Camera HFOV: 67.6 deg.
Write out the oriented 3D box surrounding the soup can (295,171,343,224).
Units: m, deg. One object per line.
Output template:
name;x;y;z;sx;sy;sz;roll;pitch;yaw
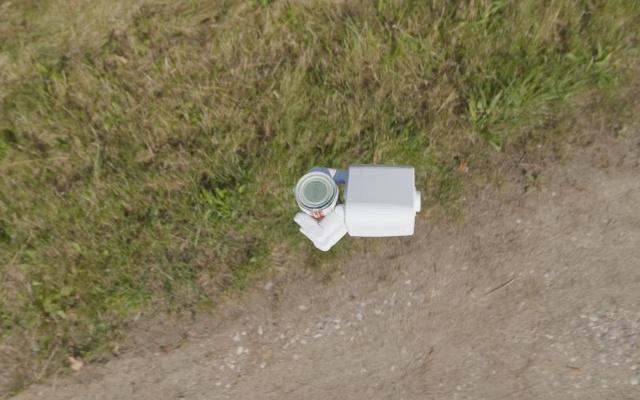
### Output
soup can;0.000;0.002;0.775;0.068;0.068;0.102;0;-20;9
